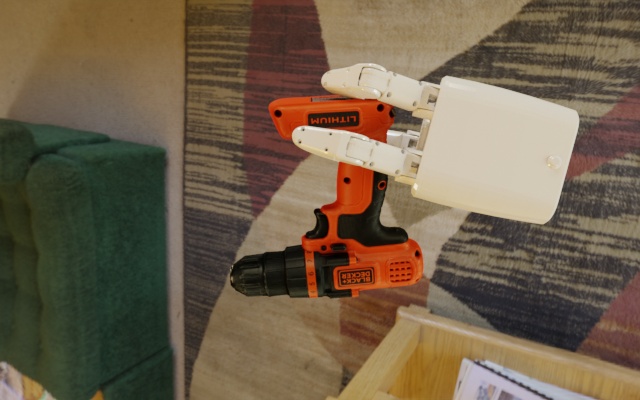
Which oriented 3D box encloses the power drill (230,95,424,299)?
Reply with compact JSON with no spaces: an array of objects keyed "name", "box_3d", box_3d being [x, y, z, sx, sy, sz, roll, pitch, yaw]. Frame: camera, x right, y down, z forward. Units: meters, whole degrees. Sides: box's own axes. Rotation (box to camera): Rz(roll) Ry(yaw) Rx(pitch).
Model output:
[{"name":"power drill","box_3d":[0.000,0.001,0.436,0.184,0.188,0.057,-5,20,-2]}]
